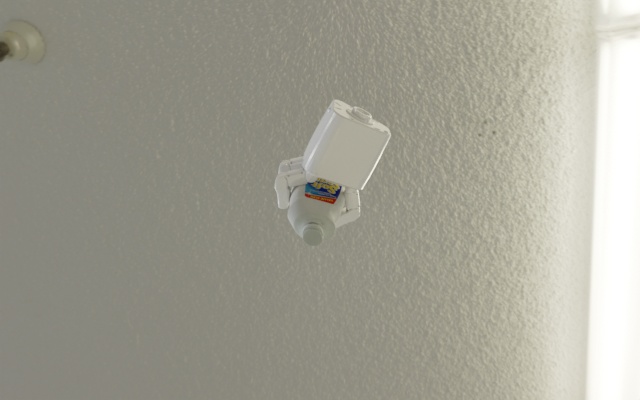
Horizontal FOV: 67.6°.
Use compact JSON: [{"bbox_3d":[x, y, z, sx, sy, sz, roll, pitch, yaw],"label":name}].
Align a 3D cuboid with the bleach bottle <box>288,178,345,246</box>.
[{"bbox_3d":[0.000,0.003,0.794,0.102,0.068,0.250,24,24,-9],"label":"bleach bottle"}]
